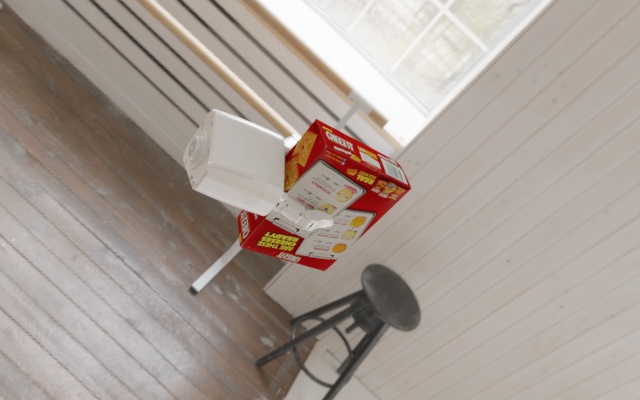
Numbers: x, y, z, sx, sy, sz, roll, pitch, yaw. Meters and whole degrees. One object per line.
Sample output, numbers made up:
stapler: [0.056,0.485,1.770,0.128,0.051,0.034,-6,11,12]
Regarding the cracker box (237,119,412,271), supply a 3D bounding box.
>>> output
cracker box: [0.000,0.002,0.711,0.164,0.072,0.214,21,-54,-33]
